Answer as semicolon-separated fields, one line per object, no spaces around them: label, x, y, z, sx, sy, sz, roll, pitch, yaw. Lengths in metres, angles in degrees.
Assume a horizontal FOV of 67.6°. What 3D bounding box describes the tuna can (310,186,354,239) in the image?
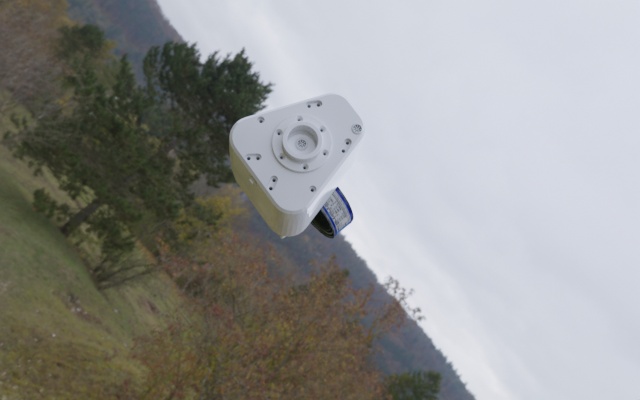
tuna can;0.001;0.002;0.569;0.033;0.086;0.086;-38;11;-15
